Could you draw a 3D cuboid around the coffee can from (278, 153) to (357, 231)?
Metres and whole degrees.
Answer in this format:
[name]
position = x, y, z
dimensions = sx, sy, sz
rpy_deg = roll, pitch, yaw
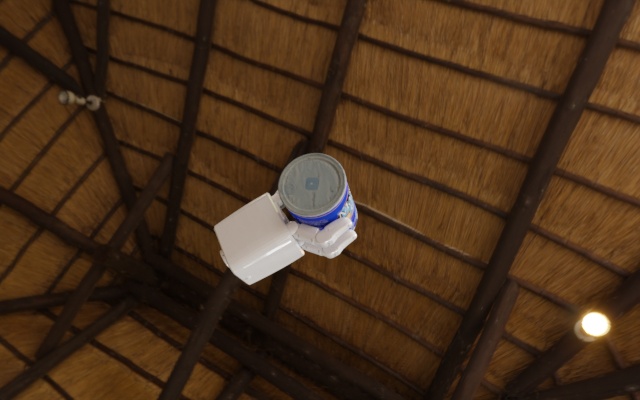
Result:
[coffee can]
position = 0.000, 0.002, 0.764
dimensions = 0.103, 0.102, 0.140
rpy_deg = 0, -24, 12
